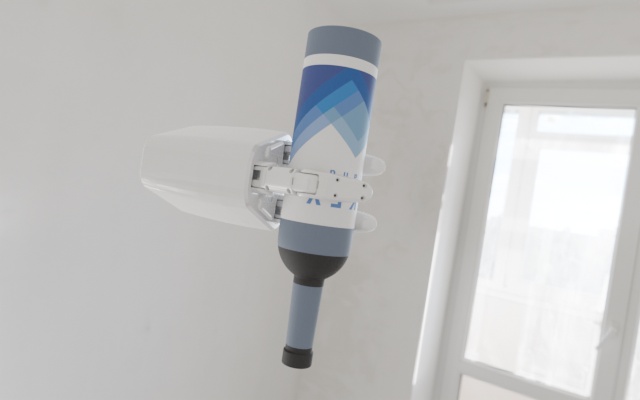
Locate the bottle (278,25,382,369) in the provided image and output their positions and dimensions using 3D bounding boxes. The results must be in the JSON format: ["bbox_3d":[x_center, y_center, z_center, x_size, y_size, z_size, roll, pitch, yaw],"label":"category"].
[{"bbox_3d":[0.000,0.001,0.428,0.069,0.295,0.069,9,1,0],"label":"bottle"}]
